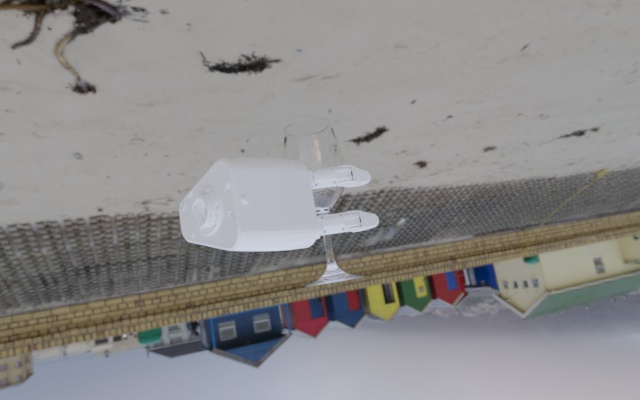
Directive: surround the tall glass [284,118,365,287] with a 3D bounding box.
[{"bbox_3d":[0.000,0.003,0.596,0.079,0.201,0.079,-10,-9,-2],"label":"tall glass"}]
